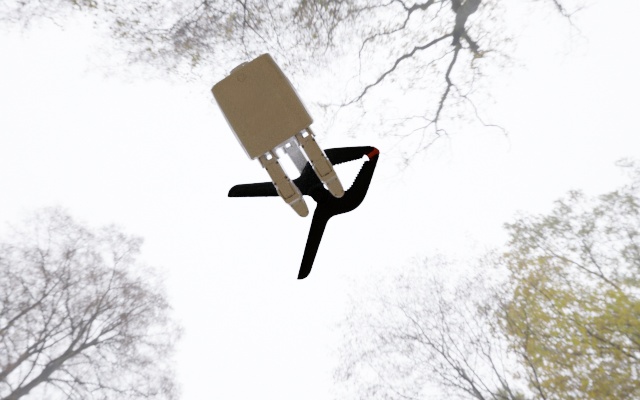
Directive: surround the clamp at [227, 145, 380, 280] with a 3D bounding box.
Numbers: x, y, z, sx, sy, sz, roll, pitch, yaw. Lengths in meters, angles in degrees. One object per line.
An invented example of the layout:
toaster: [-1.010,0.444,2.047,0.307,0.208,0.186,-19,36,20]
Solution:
clamp: [0.000,0.002,0.660,0.210,0.164,0.036,-31,10,5]
